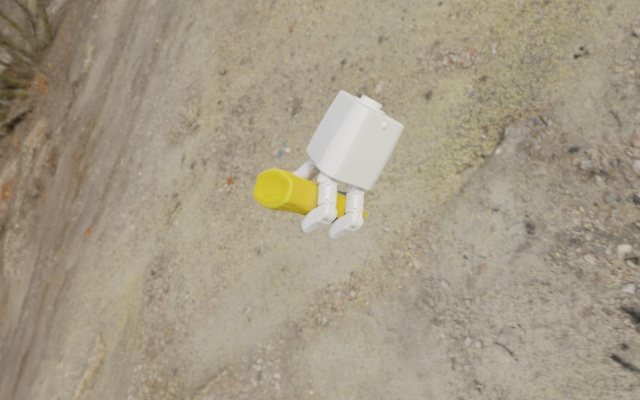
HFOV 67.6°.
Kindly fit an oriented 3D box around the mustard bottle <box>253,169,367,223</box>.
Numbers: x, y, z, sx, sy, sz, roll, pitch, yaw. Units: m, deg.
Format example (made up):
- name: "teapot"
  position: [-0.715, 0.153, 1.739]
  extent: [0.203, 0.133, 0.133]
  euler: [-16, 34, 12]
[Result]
- name: "mustard bottle"
  position: [0.000, 0.003, 0.727]
  extent: [0.192, 0.058, 0.096]
  euler: [16, -5, -39]
